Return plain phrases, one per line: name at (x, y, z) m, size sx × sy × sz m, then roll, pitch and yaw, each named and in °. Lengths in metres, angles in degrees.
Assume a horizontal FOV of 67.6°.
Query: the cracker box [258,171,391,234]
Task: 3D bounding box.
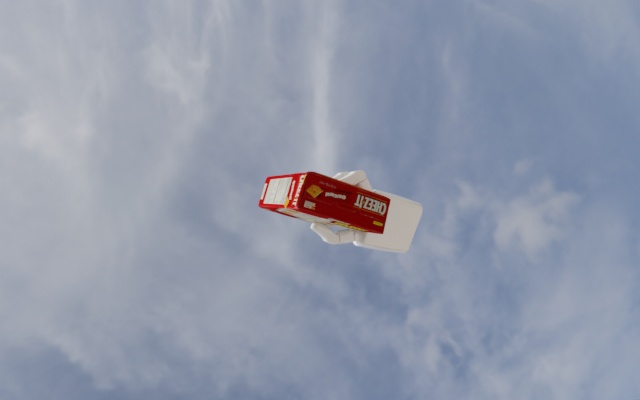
cracker box at (0.000, 0.003, 0.867) m, size 0.164 × 0.072 × 0.213 m, roll 17°, pitch -7°, yaw -23°
